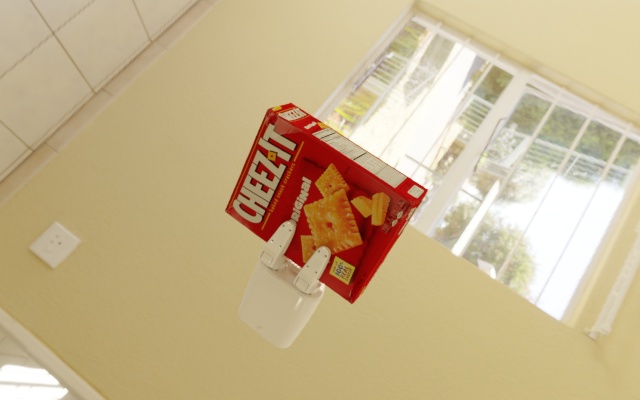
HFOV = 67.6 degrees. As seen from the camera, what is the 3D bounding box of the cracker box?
[{"bbox_3d":[0.000,0.002,0.608,0.213,0.164,0.072,34,27,12],"label":"cracker box"}]
